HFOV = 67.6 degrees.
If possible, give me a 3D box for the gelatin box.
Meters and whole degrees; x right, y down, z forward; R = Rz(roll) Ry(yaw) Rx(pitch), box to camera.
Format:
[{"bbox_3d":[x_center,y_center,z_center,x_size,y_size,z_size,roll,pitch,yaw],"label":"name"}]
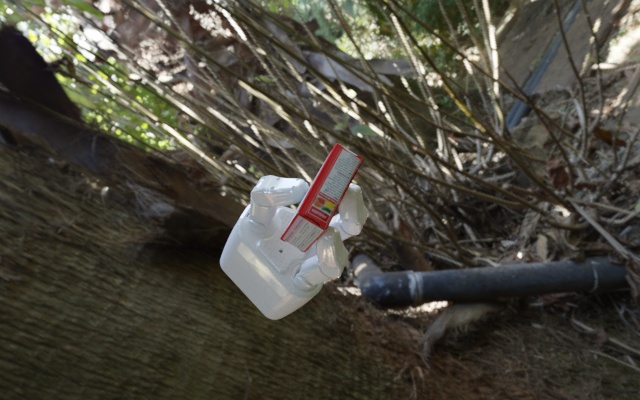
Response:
[{"bbox_3d":[0.000,0.001,0.422,0.030,0.073,0.089,30,-23,-2],"label":"gelatin box"}]
